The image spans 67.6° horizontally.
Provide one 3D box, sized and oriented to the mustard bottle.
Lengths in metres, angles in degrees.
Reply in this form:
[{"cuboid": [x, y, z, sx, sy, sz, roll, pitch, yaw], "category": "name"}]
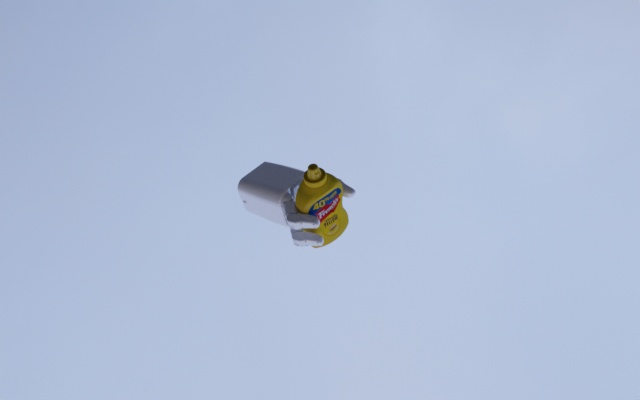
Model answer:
[{"cuboid": [0.000, 0.003, 0.895, 0.096, 0.192, 0.058, -34, 52, -17], "category": "mustard bottle"}]
